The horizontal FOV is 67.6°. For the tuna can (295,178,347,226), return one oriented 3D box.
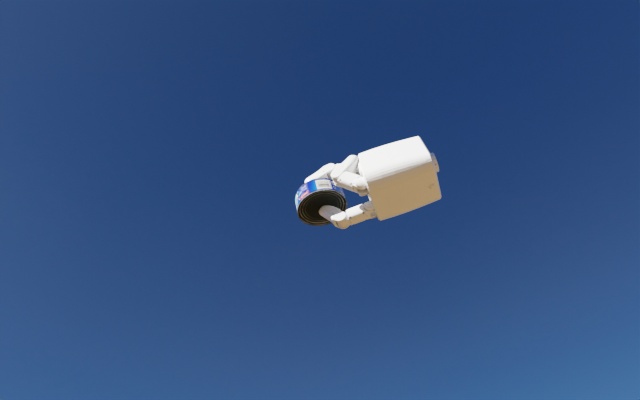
[{"bbox_3d":[0.000,0.002,0.815,0.086,0.086,0.033,0,44,-15],"label":"tuna can"}]
